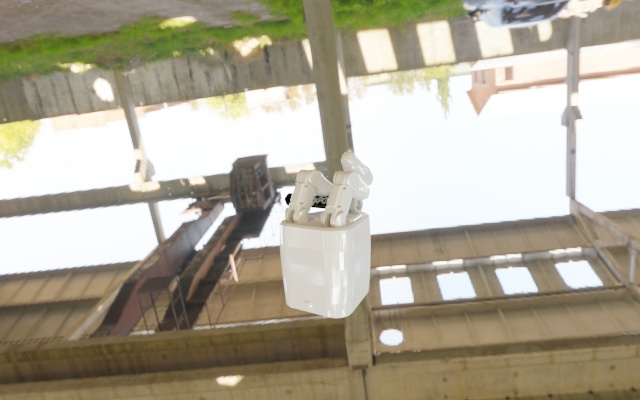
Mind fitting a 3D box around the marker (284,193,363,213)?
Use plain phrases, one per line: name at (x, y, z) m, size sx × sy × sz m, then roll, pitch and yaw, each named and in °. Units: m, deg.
marker at (0.000, 0.002, 0.616) m, size 0.121 × 0.020 × 0.020 m, roll 4°, pitch 3°, yaw 39°
